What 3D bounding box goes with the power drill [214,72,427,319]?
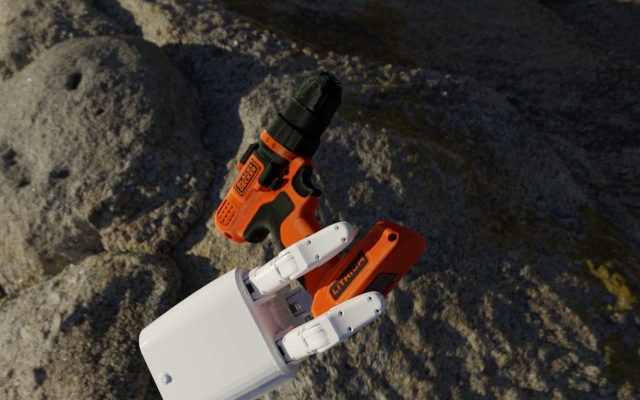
[{"bbox_3d":[0.000,0.002,0.415,0.057,0.184,0.187,13,27,-50],"label":"power drill"}]
